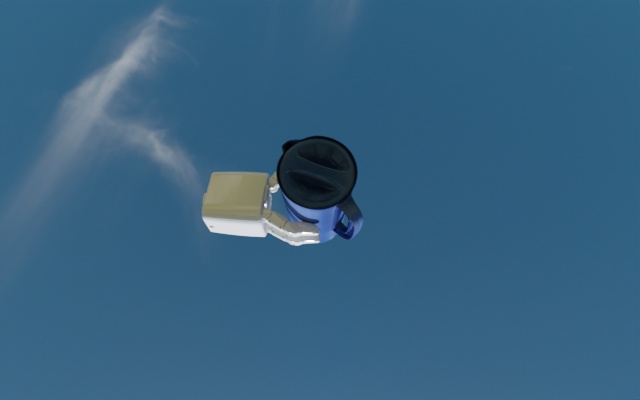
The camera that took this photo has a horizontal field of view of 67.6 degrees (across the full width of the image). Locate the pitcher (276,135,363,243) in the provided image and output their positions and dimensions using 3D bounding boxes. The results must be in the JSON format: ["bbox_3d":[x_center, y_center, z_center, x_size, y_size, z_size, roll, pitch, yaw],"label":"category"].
[{"bbox_3d":[0.000,0.003,0.878,0.145,0.149,0.243,2,-22,1],"label":"pitcher"}]
